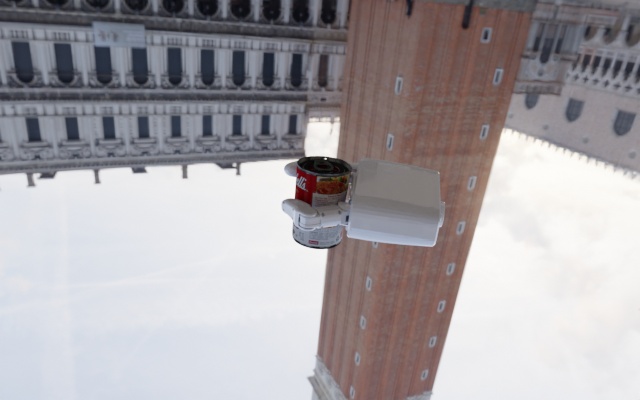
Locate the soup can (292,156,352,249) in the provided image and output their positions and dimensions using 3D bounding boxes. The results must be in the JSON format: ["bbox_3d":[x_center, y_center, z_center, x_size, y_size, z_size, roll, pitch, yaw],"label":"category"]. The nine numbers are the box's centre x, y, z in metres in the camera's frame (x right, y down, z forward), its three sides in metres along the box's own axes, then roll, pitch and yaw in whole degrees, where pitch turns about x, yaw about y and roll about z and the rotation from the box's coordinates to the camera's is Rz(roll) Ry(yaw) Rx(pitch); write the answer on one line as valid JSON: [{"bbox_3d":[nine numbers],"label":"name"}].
[{"bbox_3d":[0.000,0.002,0.605,0.068,0.102,0.068,5,24,-2],"label":"soup can"}]
